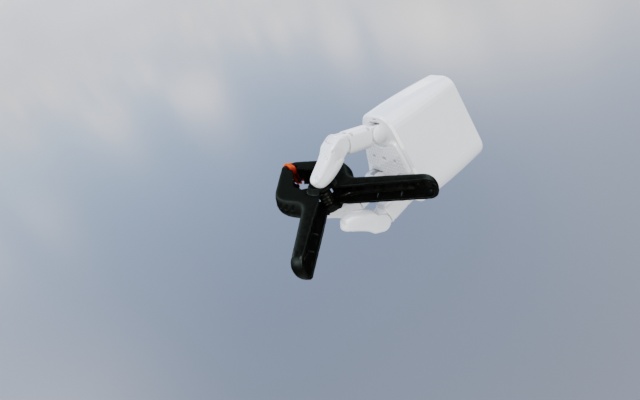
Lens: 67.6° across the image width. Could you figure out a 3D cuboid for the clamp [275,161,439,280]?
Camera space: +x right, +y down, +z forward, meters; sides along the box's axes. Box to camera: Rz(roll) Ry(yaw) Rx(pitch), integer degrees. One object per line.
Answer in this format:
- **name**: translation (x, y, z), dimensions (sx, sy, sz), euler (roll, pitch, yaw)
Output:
- **clamp**: translation (0.000, 0.001, 0.518), dimensions (0.164, 0.036, 0.210), euler (-34, 31, -20)
